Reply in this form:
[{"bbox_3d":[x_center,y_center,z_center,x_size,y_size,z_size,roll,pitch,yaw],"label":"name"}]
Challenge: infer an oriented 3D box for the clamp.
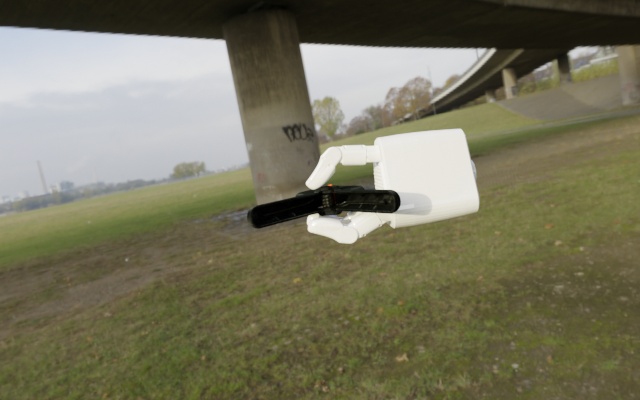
[{"bbox_3d":[0.000,0.001,0.593,0.164,0.036,0.210,-6,5,-1],"label":"clamp"}]
